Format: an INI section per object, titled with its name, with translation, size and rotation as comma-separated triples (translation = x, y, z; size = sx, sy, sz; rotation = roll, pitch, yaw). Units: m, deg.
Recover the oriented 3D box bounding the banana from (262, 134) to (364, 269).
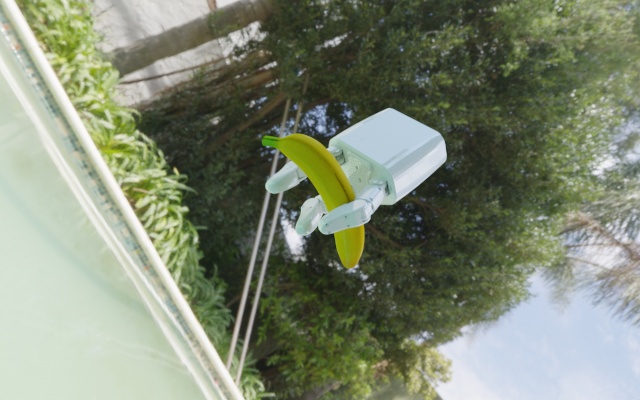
[banana]
translation = 0.010, -0.004, 0.566
size = 0.069, 0.198, 0.037
rotation = -16, 20, 49
